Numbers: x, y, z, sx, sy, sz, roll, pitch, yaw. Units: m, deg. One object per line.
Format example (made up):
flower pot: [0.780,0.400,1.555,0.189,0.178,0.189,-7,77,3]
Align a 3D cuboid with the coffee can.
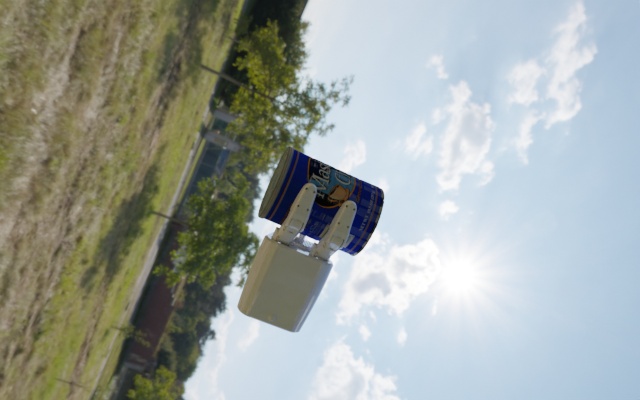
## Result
coffee can: [0.000,0.002,0.645,0.140,0.103,0.103,24,-5,-11]
